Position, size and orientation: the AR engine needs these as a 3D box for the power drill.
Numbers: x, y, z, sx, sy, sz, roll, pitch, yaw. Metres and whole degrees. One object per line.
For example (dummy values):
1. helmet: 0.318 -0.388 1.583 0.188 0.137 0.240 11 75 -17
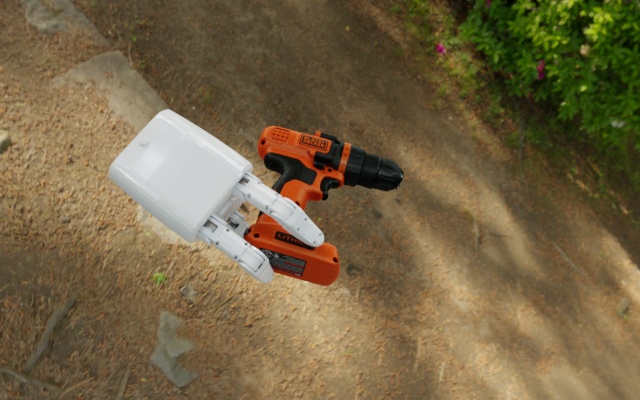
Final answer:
1. power drill: 0.000 0.002 0.553 0.184 0.187 0.057 14 -40 0
